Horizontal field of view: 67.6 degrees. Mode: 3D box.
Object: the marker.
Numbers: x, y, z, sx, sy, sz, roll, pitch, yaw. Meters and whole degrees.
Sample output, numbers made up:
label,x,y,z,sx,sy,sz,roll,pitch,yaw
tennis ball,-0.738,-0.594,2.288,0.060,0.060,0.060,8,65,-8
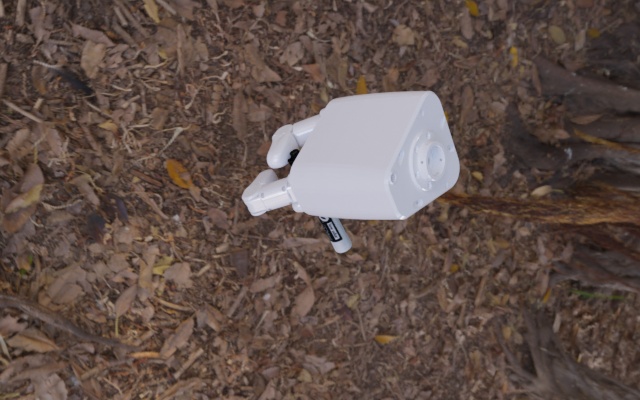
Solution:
label,x,y,z,sx,sy,sz,roll,pitch,yaw
marker,0.000,0.002,0.469,0.020,0.121,0.020,-21,29,12
